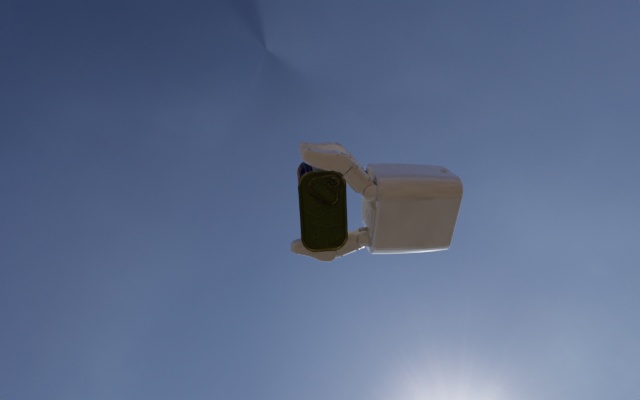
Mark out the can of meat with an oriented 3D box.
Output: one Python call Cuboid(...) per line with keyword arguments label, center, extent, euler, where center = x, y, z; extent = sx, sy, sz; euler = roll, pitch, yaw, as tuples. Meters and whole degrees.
Cuboid(label="can of meat", center=(0.000, 0.002, 0.608), extent=(0.057, 0.102, 0.084), euler=(-4, 18, -4))
